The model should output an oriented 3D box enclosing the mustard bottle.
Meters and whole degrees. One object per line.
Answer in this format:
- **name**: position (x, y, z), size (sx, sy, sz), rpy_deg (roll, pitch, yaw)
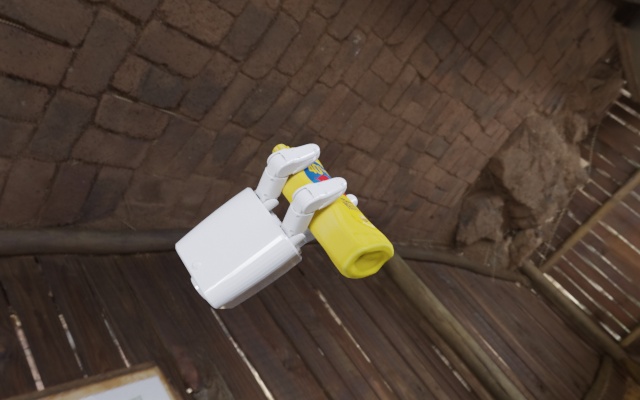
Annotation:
- **mustard bottle**: position (0.000, 0.002, 0.556), size (0.191, 0.058, 0.096), rpy_deg (50, 17, 27)
